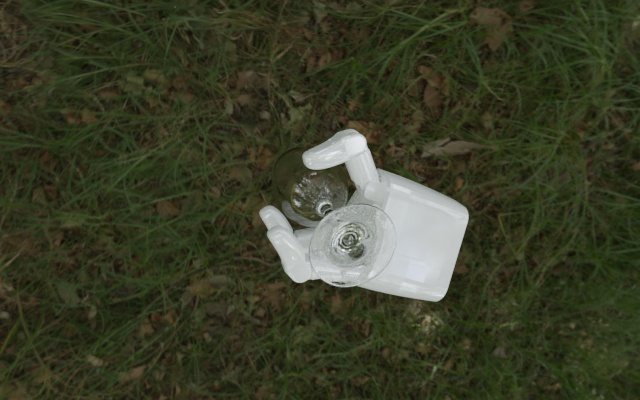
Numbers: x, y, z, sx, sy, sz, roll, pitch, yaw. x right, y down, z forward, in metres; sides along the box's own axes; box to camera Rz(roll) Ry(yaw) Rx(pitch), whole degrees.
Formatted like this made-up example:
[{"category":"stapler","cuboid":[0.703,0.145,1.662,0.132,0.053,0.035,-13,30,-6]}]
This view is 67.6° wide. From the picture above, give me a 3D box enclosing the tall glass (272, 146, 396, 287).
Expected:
[{"category":"tall glass","cuboid":[0.000,0.002,0.469,0.079,0.079,0.201,0,21,-17]}]
